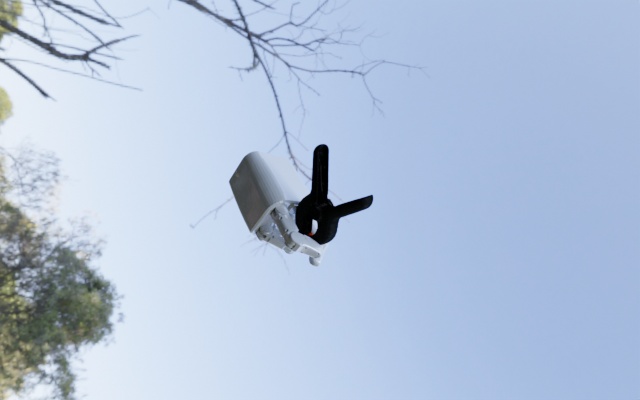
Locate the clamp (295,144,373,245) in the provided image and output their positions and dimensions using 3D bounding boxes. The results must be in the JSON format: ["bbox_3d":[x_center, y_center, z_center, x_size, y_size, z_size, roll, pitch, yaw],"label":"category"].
[{"bbox_3d":[0.001,0.002,0.716,0.039,0.120,0.171,-8,-30,-42],"label":"clamp"}]
